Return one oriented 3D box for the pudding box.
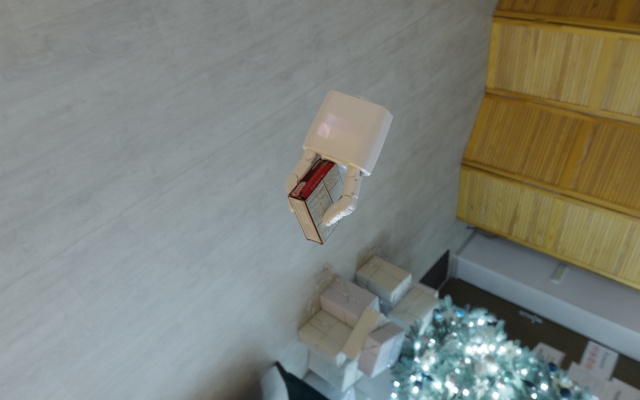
[{"bbox_3d":[0.000,0.003,0.769,0.039,0.090,0.114,19,-34,35],"label":"pudding box"}]
